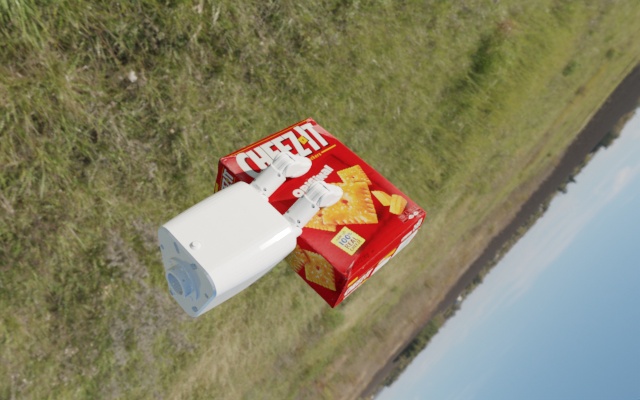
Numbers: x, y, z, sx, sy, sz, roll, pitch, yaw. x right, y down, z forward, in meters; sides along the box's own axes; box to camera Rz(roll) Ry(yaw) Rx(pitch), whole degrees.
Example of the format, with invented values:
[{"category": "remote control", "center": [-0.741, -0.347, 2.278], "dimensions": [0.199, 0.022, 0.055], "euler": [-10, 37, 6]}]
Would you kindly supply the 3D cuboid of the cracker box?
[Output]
[{"category": "cracker box", "center": [0.000, 0.002, 0.595], "dimensions": [0.213, 0.072, 0.164], "euler": [42, 49, 19]}]
